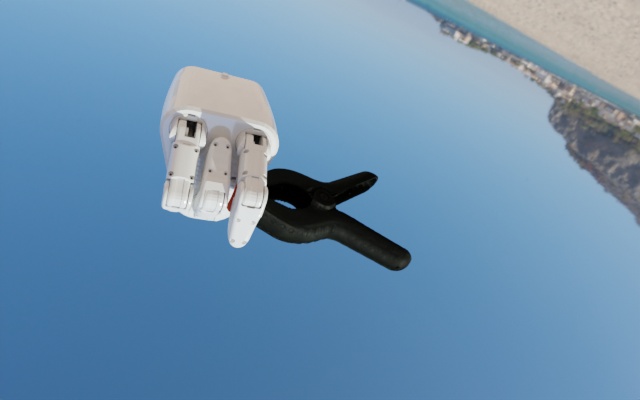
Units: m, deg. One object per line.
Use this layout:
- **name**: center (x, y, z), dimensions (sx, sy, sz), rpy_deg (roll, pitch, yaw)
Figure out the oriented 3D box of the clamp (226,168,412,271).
- **clamp**: center (0.000, 0.002, 0.448), dimensions (0.171, 0.039, 0.120), rpy_deg (17, 34, -21)
